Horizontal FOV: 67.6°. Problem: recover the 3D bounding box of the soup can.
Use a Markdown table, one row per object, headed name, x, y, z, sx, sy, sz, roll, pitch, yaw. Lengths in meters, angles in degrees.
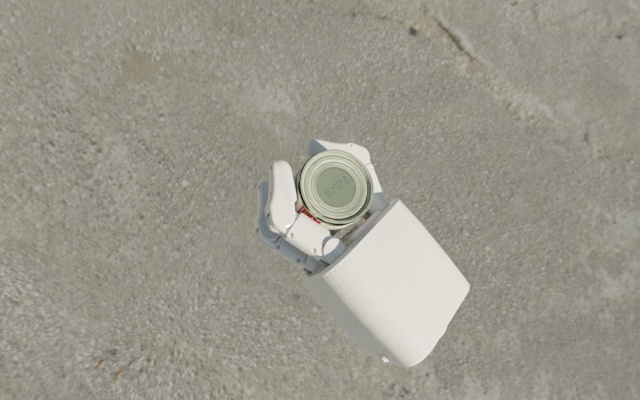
| name | x | y | z | sx | sy | sz | roll | pitch | yaw |
| --- | --- | --- | --- | --- | --- | --- | --- | --- | --- |
| soup can | 0.000 | 0.001 | 0.441 | 0.068 | 0.068 | 0.102 | 0 | -15 | -17 |
